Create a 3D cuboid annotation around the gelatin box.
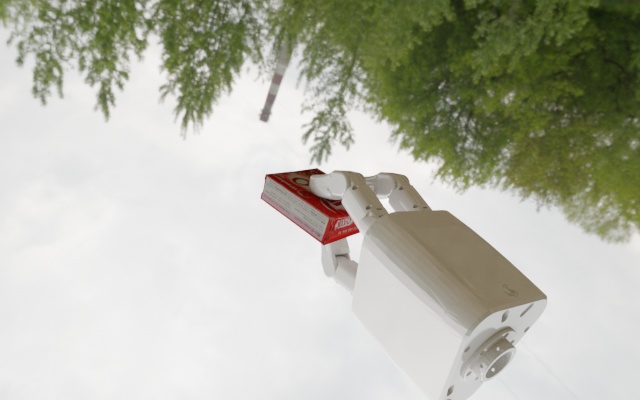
[{"bbox_3d":[0.000,0.002,0.450,0.089,0.030,0.073,33,28,32],"label":"gelatin box"}]
